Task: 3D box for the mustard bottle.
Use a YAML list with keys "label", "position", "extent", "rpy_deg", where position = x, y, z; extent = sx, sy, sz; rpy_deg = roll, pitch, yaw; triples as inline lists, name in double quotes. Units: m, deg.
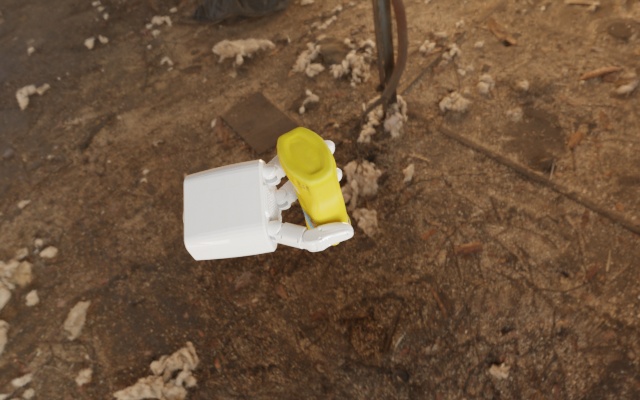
- label: "mustard bottle"
  position: [0.000, 0.002, 0.614]
  extent: [0.058, 0.096, 0.192]
  rpy_deg: [-29, -38, -8]
